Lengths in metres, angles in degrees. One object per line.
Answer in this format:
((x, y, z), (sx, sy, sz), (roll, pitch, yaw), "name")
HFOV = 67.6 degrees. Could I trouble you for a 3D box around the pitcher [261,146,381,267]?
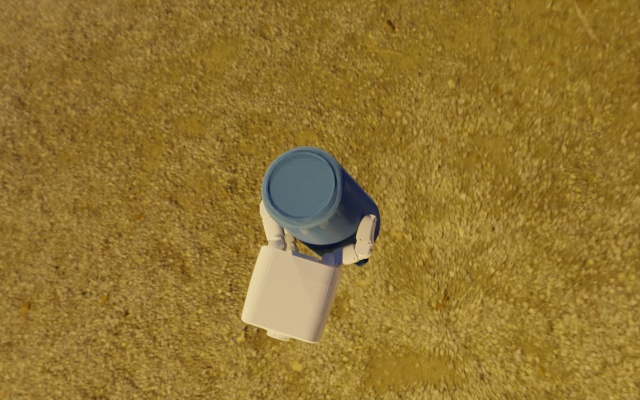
((0.000, 0.002, 0.696), (0.149, 0.145, 0.243), (14, -10, 18), "pitcher")
